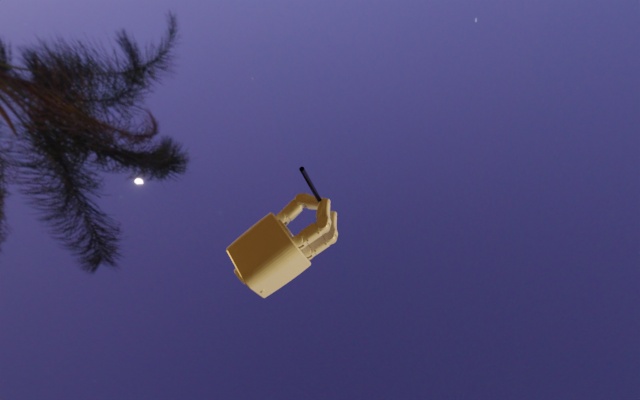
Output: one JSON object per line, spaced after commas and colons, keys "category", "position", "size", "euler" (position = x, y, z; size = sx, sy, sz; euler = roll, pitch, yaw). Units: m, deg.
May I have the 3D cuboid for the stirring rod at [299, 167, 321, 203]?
{"category": "stirring rod", "position": [0.000, 0.003, 0.831], "size": [0.011, 0.011, 0.240], "euler": [0, -25, 15]}
